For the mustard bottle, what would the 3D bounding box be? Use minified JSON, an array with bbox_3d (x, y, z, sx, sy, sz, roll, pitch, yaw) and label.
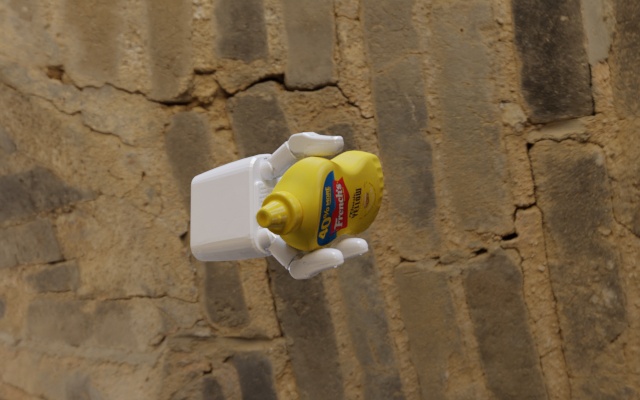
[{"bbox_3d":[0.001,0.002,0.501,0.058,0.096,0.191,17,17,30],"label":"mustard bottle"}]
